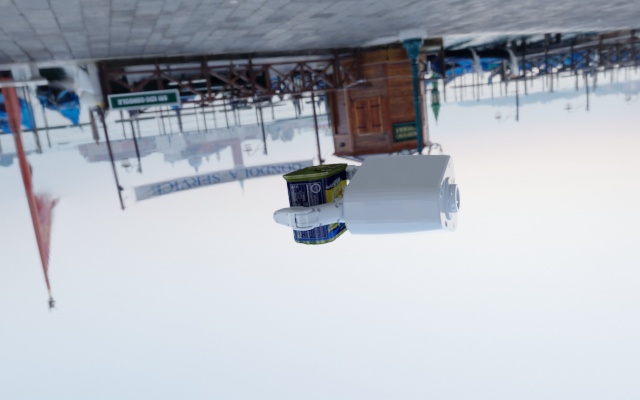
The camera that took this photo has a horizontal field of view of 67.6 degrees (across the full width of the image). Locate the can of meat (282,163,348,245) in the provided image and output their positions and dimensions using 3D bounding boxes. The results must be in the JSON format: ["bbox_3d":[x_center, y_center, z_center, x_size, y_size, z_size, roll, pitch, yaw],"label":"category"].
[{"bbox_3d":[0.000,0.002,0.590,0.057,0.084,0.102,-3,10,23],"label":"can of meat"}]
